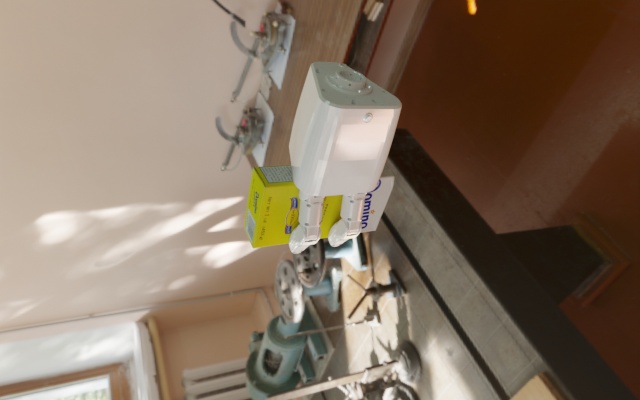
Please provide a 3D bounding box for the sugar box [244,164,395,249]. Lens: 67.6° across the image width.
[{"bbox_3d":[0.000,0.002,0.581,0.176,0.093,0.048,-5,40,-26],"label":"sugar box"}]
